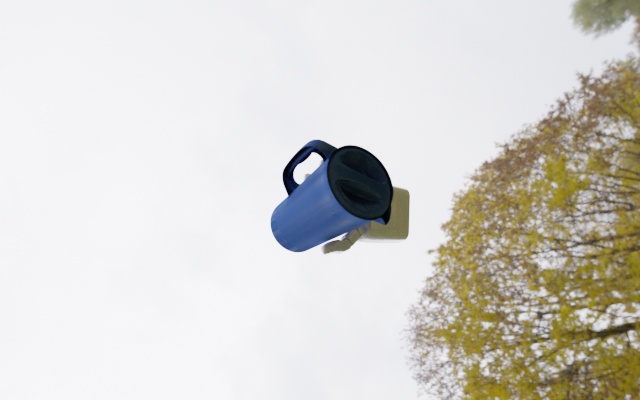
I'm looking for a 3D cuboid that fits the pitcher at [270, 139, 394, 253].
[{"bbox_3d":[0.000,0.003,0.859,0.145,0.149,0.243,6,-24,-33],"label":"pitcher"}]
